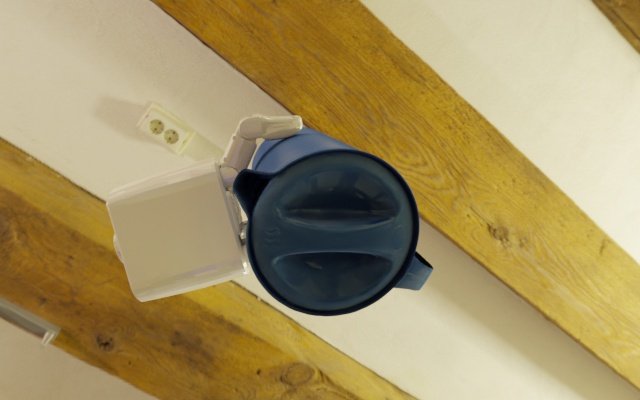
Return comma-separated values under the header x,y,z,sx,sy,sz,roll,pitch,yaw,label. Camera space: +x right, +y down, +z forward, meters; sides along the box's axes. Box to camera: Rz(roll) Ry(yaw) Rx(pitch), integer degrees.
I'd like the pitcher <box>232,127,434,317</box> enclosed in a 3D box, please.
x,y,z,sx,sy,sz,roll,pitch,yaw,label
0.000,0.002,0.466,0.145,0.149,0.242,-17,18,-5,pitcher
